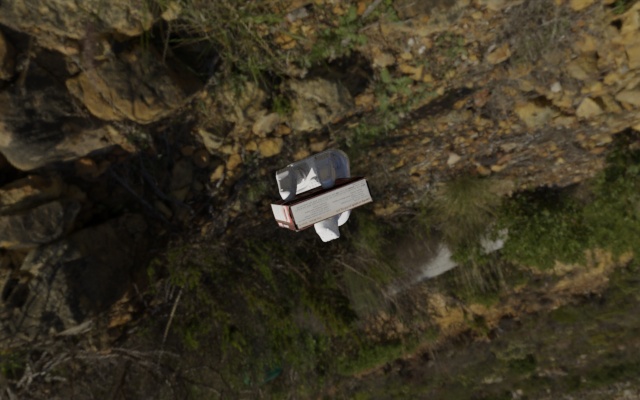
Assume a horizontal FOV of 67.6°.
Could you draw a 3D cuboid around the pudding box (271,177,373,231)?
[{"bbox_3d":[0.000,0.002,0.632,0.113,0.039,0.090,-23,8,-18],"label":"pudding box"}]
